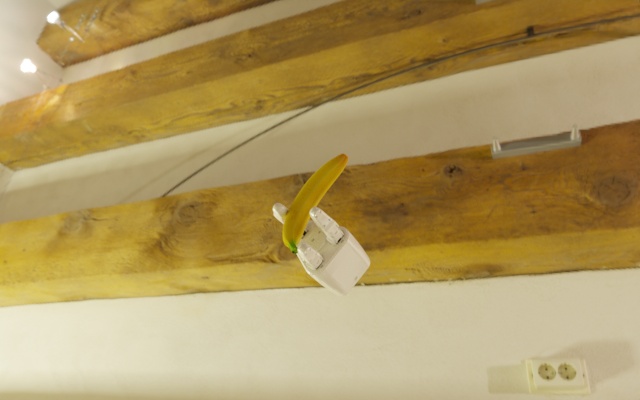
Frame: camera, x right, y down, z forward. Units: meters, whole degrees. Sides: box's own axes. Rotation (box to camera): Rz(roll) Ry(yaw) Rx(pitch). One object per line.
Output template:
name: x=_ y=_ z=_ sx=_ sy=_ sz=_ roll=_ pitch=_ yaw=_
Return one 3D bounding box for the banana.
banana: x=-0.015 y=0.005 z=0.792 sx=0.069 sy=0.197 sz=0.037 roll=3 pitch=-32 yaw=43
